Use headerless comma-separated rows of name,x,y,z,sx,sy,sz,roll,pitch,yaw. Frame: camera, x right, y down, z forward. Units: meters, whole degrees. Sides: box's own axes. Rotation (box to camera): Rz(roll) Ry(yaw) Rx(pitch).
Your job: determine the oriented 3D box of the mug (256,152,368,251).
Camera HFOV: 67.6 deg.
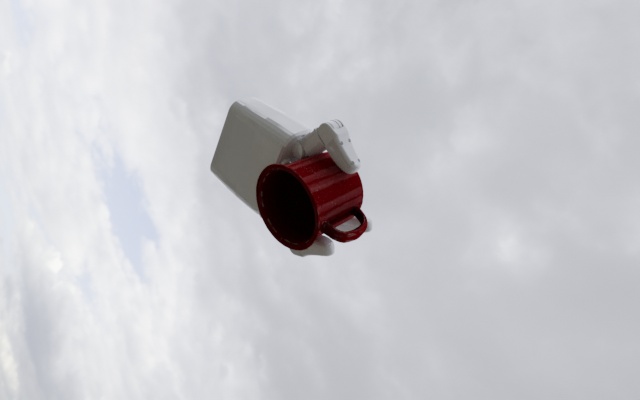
mug,0.001,0.002,0.504,0.117,0.093,0.081,36,41,29
